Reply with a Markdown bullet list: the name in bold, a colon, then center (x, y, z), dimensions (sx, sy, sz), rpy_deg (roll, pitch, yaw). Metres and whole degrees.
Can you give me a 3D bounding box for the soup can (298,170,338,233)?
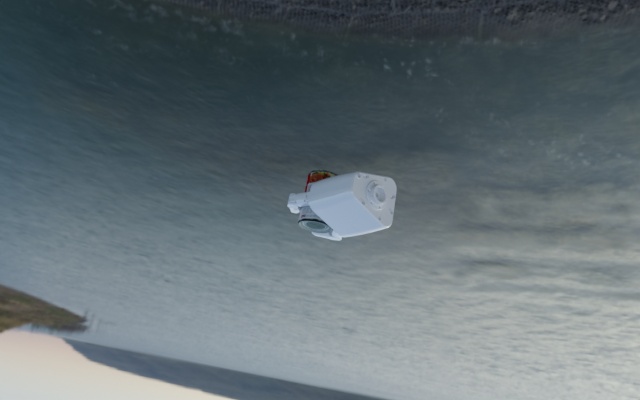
- **soup can**: center (0.000, 0.003, 0.893), dimensions (0.068, 0.102, 0.068), rpy_deg (10, -21, 4)
